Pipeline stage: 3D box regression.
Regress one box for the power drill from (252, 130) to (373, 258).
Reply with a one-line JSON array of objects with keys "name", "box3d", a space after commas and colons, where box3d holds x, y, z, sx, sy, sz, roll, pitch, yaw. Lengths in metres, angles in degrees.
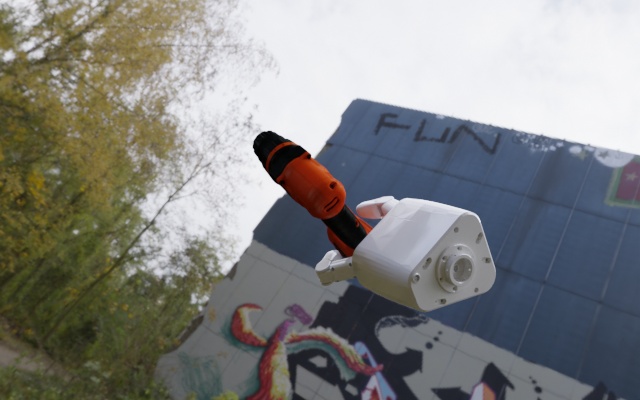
[{"name": "power drill", "box3d": [0.000, 0.002, 0.599, 0.188, 0.057, 0.184, 47, -1, -41]}]
